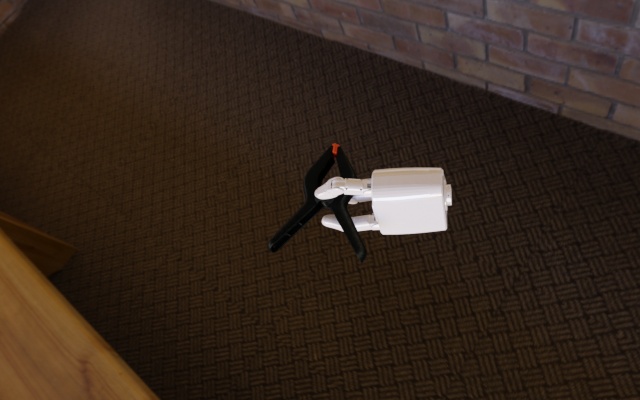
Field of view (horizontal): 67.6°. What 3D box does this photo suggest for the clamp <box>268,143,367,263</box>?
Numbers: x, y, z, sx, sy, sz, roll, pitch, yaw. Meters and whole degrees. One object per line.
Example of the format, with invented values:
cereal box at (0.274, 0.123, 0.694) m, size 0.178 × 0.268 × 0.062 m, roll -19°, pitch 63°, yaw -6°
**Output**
clamp at (0.000, 0.002, 0.794) m, size 0.164 × 0.210 × 0.036 m, roll -2°, pitch -26°, yaw 16°
